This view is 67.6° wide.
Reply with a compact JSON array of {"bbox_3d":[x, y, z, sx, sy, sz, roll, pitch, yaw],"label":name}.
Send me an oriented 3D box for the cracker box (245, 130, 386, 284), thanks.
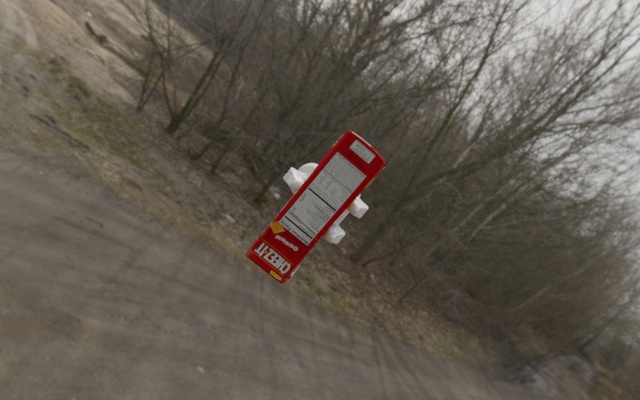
[{"bbox_3d":[0.000,0.002,0.683,0.072,0.214,0.164,40,9,-1],"label":"cracker box"}]
